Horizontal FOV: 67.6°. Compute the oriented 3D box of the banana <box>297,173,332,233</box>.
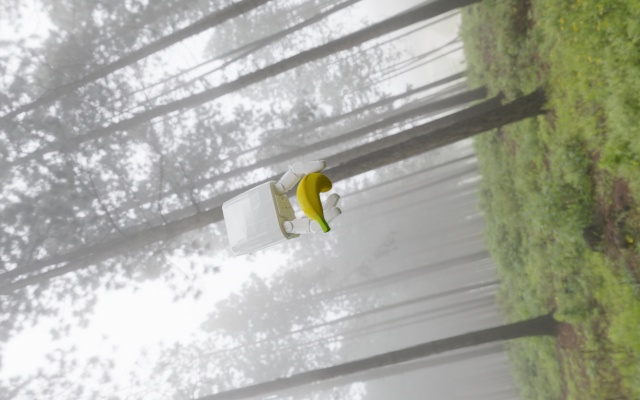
[{"bbox_3d":[-0.009,-0.011,0.794,0.037,0.070,0.197,-26,19,14],"label":"banana"}]
